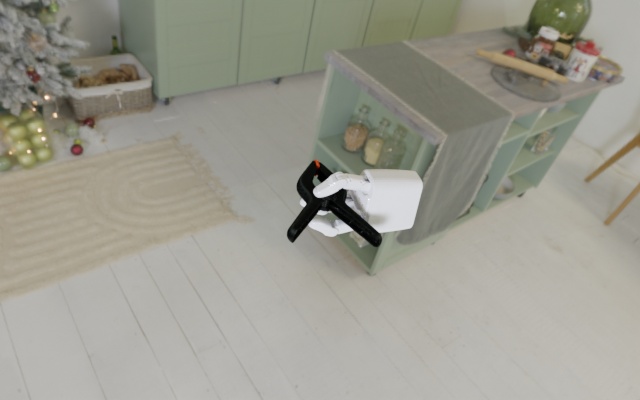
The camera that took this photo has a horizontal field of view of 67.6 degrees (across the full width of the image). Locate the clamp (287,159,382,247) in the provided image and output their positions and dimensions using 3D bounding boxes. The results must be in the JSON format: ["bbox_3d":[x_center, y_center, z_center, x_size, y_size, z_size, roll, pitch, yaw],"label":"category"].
[{"bbox_3d":[0.000,0.002,0.839,0.164,0.036,0.209,1,43,-25],"label":"clamp"}]
